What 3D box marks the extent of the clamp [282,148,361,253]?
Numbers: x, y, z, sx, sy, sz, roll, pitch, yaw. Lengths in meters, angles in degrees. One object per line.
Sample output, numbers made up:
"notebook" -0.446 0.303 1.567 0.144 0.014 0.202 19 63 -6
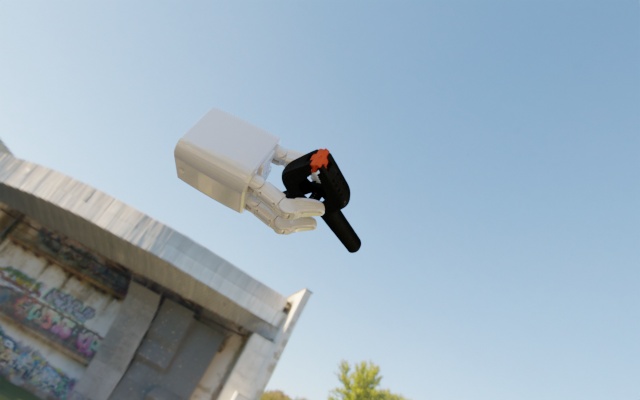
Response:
"clamp" 0.000 0.001 0.649 0.164 0.036 0.210 26 -27 1
